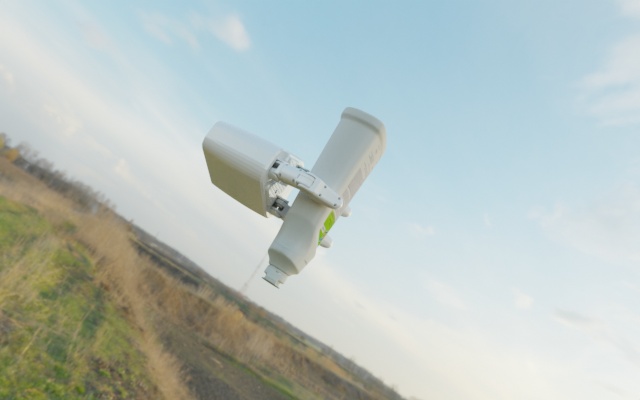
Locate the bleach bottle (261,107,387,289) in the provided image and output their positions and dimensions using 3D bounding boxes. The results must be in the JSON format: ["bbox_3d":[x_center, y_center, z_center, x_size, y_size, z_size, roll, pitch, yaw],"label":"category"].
[{"bbox_3d":[0.000,0.002,0.641,0.068,0.250,0.103,28,-15,18],"label":"bleach bottle"}]
